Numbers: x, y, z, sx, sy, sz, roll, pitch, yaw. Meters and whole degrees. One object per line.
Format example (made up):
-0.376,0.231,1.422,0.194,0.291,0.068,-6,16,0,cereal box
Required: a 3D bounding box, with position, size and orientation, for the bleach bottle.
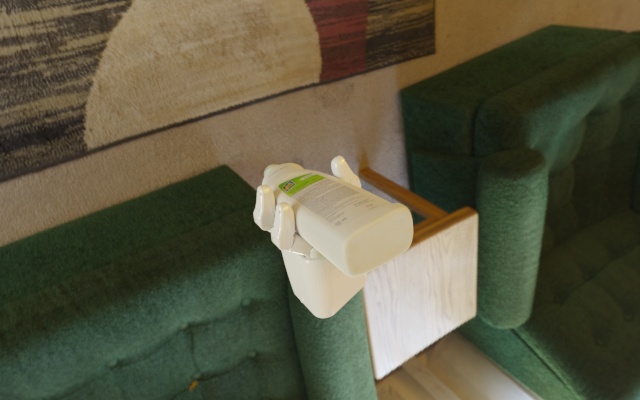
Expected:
0.000,0.002,0.621,0.102,0.068,0.250,-24,34,-22,bleach bottle
